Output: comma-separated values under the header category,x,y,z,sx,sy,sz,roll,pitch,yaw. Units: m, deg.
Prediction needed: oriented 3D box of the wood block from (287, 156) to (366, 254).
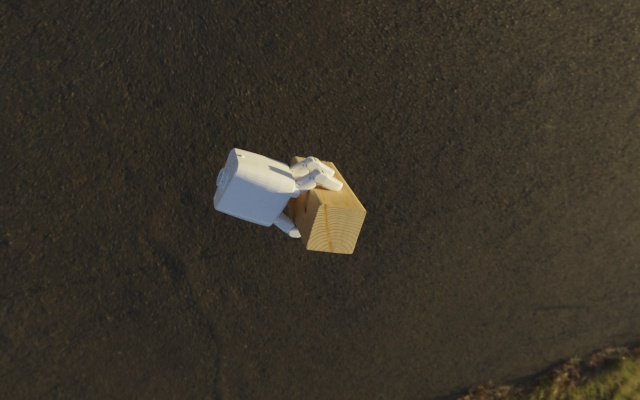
category,x,y,z,sx,sy,sz,roll,pitch,yaw
wood block,0.000,0.003,0.896,0.090,0.091,0.206,8,26,-20
